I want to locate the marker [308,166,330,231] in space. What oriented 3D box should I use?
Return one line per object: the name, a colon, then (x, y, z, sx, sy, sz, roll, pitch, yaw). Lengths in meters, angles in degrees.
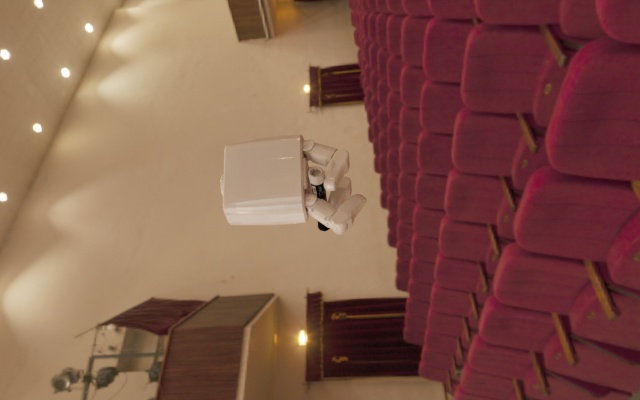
marker: (0.000, 0.002, 0.634, 0.020, 0.020, 0.121, 0, -38, 7)
